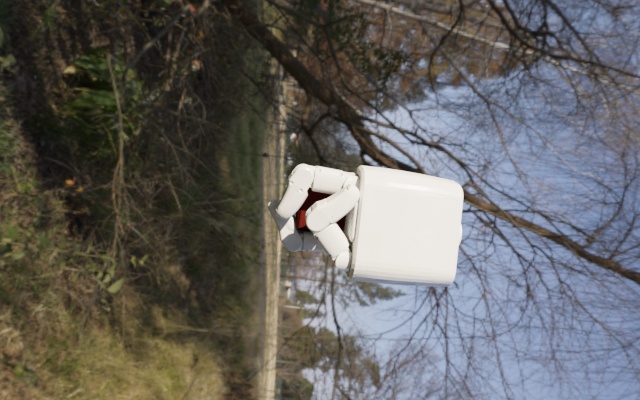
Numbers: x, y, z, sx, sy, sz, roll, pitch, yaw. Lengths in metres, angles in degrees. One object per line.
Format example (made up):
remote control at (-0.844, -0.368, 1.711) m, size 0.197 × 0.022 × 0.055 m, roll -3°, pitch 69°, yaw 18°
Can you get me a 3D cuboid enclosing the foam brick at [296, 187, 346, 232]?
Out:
foam brick at (0.000, 0.002, 0.540) m, size 0.051 × 0.053 × 0.078 m, roll 6°, pitch 14°, yaw -5°
